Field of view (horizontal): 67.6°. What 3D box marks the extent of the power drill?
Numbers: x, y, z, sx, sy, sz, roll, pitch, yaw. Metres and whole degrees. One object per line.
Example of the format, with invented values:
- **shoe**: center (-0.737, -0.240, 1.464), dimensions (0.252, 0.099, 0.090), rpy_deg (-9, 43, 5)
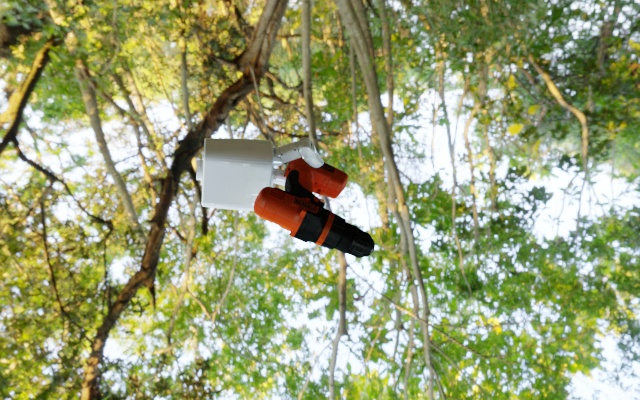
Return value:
- **power drill**: center (0.000, 0.002, 0.742), dimensions (0.184, 0.057, 0.187), rpy_deg (26, 26, -7)
